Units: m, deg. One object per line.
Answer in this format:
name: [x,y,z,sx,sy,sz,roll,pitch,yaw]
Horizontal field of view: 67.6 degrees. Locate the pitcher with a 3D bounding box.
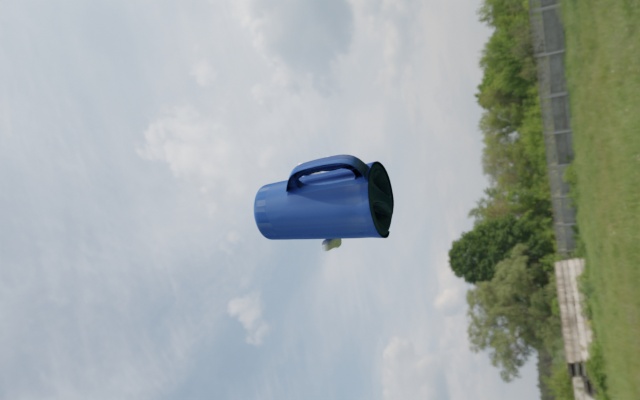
pitcher: [0.000,0.003,0.861,0.243,0.149,0.145,-7,1,25]
